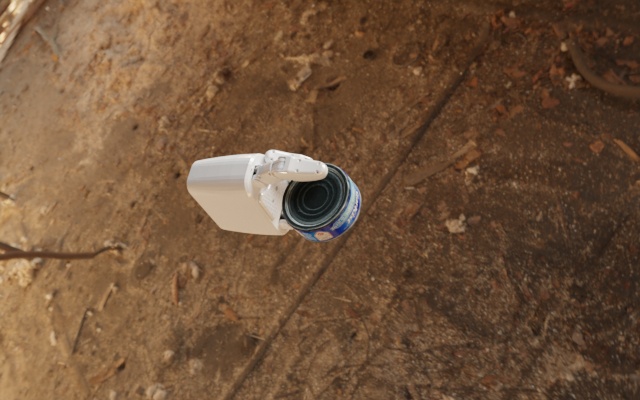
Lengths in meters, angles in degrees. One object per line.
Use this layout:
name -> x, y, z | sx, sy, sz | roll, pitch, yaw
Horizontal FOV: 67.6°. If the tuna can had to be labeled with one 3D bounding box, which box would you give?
tuna can -> 0.000, 0.001, 0.534 | 0.086, 0.086, 0.034 | 0, -26, 29
